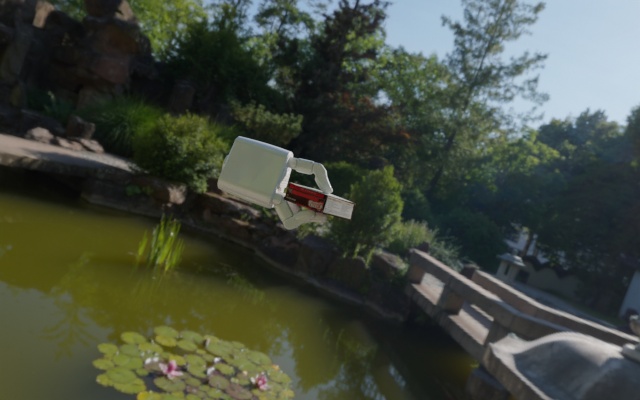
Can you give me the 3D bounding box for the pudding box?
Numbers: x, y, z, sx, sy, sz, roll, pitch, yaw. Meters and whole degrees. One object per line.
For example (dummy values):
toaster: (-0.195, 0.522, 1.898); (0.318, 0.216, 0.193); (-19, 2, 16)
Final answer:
pudding box: (0.000, 0.003, 0.891); (0.090, 0.039, 0.113); (20, 4, 33)
